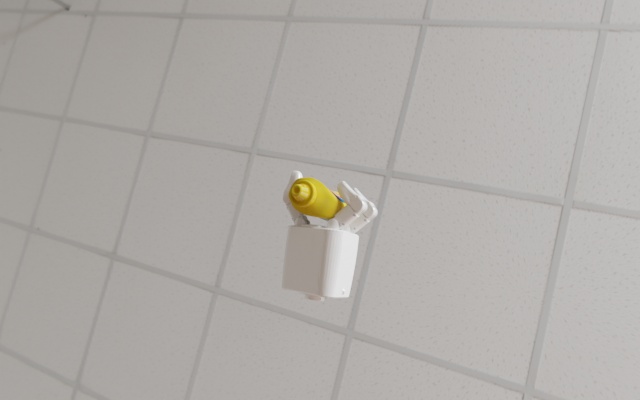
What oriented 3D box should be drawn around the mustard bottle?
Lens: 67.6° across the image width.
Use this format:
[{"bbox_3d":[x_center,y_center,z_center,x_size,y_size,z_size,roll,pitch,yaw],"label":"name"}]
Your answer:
[{"bbox_3d":[0.000,0.002,0.791,0.096,0.058,0.192,32,3,25],"label":"mustard bottle"}]
